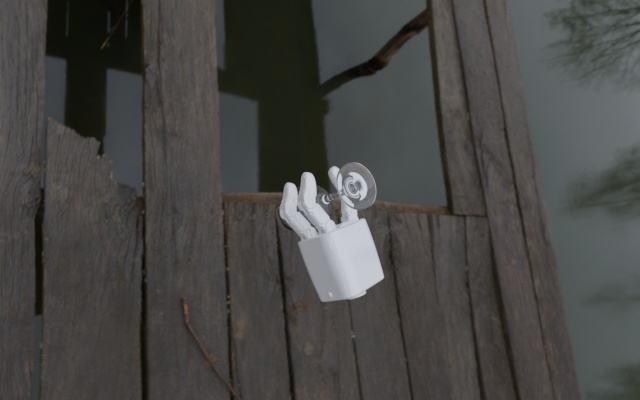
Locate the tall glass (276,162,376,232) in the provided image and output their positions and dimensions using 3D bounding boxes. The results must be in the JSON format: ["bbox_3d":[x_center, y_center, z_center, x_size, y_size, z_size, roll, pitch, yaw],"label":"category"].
[{"bbox_3d":[0.000,0.002,0.789,0.079,0.079,0.201,0,-14,-34],"label":"tall glass"}]
